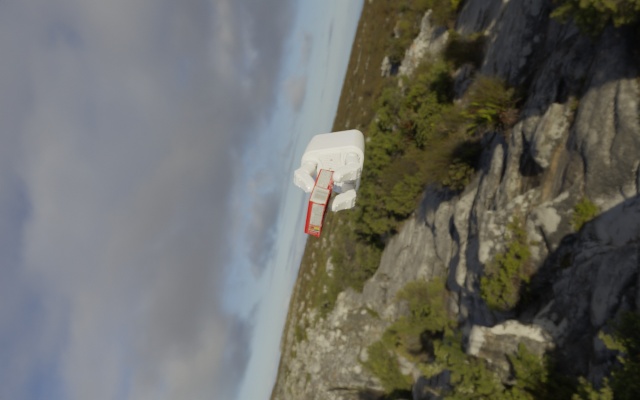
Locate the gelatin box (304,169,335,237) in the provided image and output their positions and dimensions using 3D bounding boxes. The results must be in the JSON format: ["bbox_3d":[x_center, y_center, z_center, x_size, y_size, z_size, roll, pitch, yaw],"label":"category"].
[{"bbox_3d":[0.000,0.003,0.782,0.030,0.073,0.089,14,41,4],"label":"gelatin box"}]
